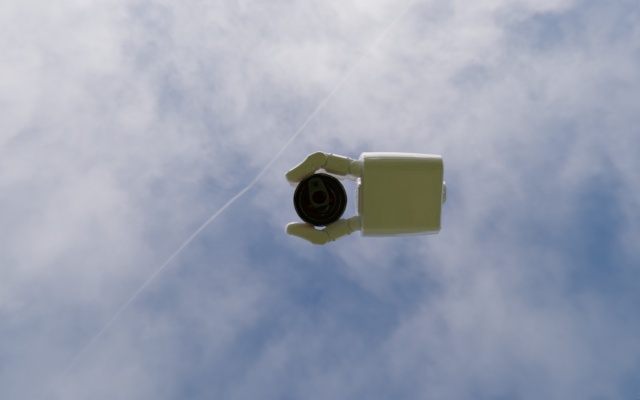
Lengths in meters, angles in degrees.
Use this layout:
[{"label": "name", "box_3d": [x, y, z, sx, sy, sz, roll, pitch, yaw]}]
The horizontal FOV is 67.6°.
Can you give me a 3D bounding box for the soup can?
[{"label": "soup can", "box_3d": [0.000, 0.002, 0.646, 0.068, 0.068, 0.102, 0, -3, 1]}]
